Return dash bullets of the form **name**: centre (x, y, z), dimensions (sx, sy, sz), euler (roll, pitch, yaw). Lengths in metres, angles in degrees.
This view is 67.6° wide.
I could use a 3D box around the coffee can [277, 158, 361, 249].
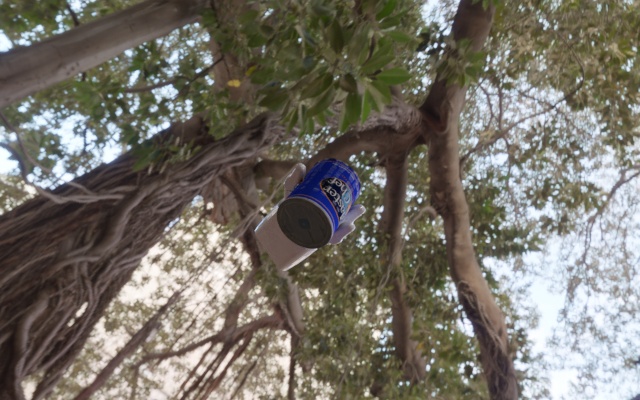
- **coffee can**: centre (0.000, 0.003, 0.842), dimensions (0.103, 0.103, 0.140), euler (0, 32, 29)
